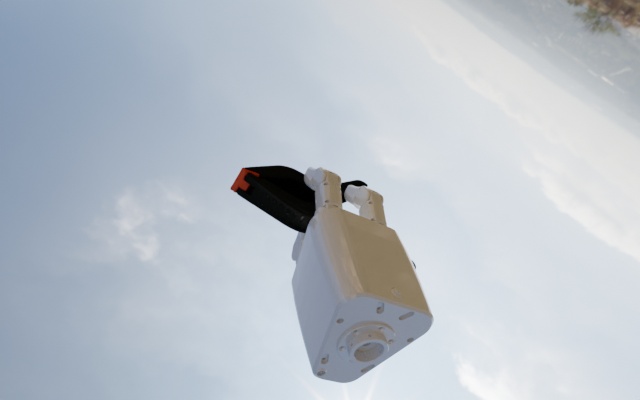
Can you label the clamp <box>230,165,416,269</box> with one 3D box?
[{"bbox_3d":[-0.001,0.002,0.535,0.210,0.036,0.164,22,27,-26],"label":"clamp"}]
